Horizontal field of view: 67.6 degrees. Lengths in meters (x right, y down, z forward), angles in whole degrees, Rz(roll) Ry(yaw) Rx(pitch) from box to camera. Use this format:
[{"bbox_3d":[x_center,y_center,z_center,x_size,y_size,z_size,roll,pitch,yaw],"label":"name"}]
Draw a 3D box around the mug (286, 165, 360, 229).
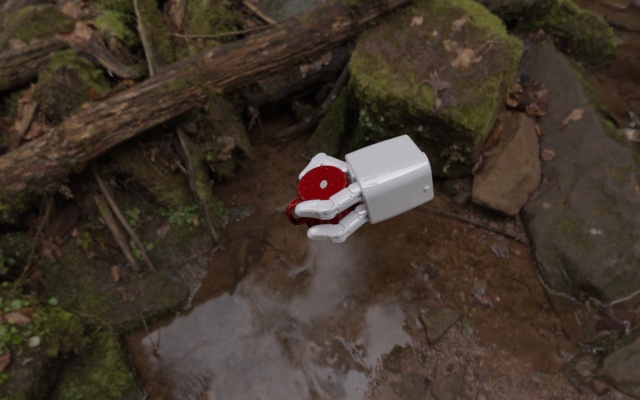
[{"bbox_3d":[-0.001,0.003,0.760,0.117,0.093,0.082,-21,-41,0],"label":"mug"}]
